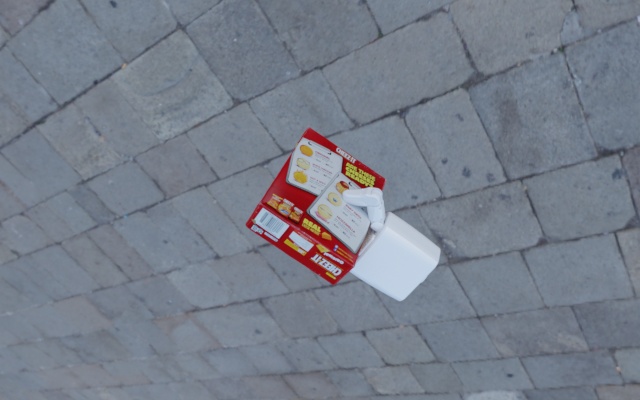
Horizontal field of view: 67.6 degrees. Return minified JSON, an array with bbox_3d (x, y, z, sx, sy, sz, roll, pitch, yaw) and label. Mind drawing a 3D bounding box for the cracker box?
[{"bbox_3d":[0.000,0.002,0.758,0.164,0.213,0.072,34,-48,-7],"label":"cracker box"}]
